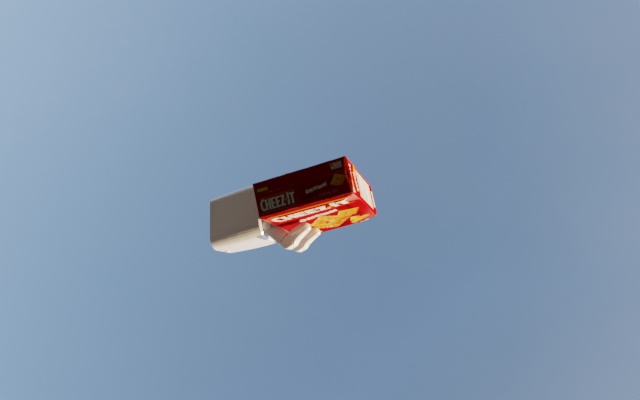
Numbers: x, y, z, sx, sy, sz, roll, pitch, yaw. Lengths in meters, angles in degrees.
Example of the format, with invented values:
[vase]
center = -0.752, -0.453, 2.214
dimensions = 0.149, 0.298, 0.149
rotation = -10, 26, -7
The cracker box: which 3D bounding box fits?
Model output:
[cracker box]
center = 0.000, 0.003, 0.853
dimensions = 0.164, 0.072, 0.214
rotation = -16, -15, 13
